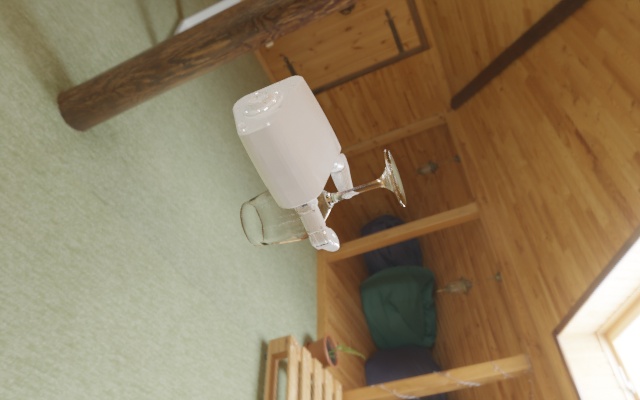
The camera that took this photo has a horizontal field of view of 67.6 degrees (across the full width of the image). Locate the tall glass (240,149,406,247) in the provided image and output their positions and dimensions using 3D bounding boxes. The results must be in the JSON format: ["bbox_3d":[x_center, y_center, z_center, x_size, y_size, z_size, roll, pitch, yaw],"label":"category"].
[{"bbox_3d":[0.001,0.002,0.603,0.201,0.079,0.079,-18,-5,16],"label":"tall glass"}]
